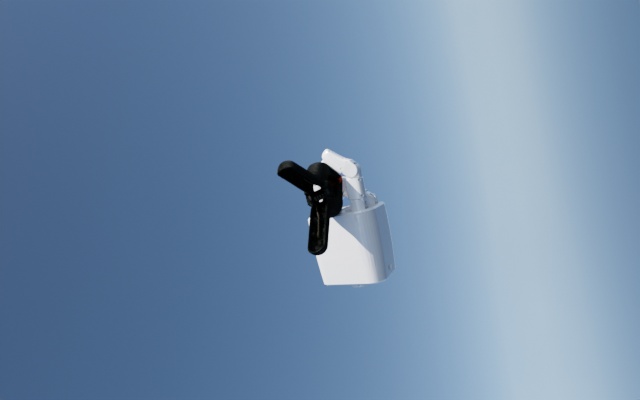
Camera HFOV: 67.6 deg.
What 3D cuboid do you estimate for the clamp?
[{"bbox_3d":[0.000,0.002,0.634,0.039,0.120,0.171,-12,3,23],"label":"clamp"}]
